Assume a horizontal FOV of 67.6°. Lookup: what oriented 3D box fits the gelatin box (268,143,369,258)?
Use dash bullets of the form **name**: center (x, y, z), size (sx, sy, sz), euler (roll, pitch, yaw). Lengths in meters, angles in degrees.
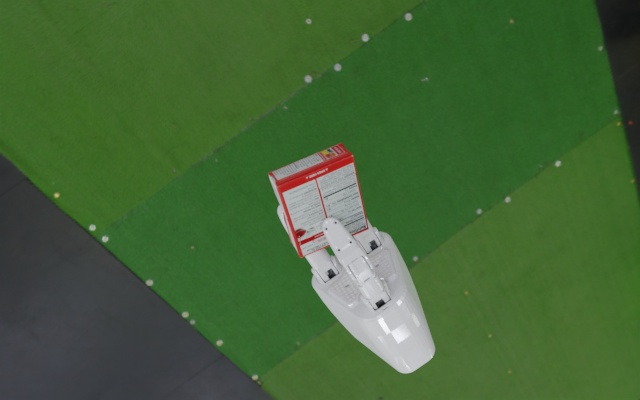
- **gelatin box**: center (0.000, 0.001, 0.440), size (0.073, 0.089, 0.030), euler (-23, 37, -11)
